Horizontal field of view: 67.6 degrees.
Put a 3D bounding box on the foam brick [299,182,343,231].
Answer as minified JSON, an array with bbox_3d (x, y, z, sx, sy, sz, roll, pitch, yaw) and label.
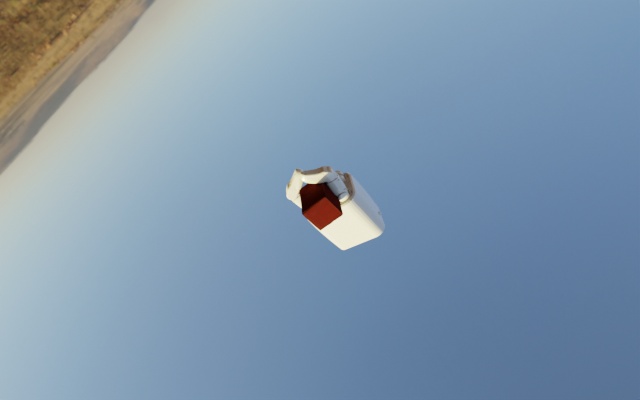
[{"bbox_3d":[0.000,0.003,0.832,0.053,0.051,0.078,-35,30,16],"label":"foam brick"}]
